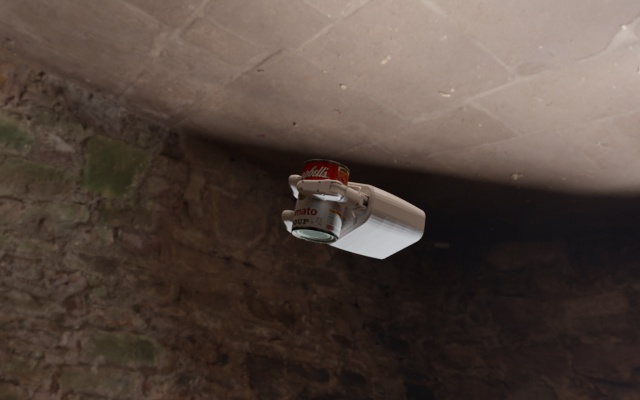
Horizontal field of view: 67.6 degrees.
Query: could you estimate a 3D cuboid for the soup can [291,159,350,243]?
[{"bbox_3d":[0.000,0.002,0.668,0.068,0.102,0.068,9,-18,3],"label":"soup can"}]
